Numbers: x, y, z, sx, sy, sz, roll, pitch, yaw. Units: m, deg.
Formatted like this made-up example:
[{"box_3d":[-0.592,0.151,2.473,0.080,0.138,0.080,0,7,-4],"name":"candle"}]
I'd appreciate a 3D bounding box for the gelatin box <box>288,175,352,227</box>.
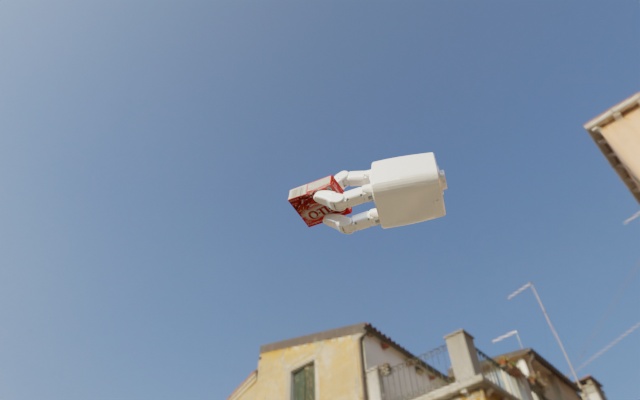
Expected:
[{"box_3d":[0.000,0.002,0.823,0.089,0.030,0.073,-19,-53,24],"name":"gelatin box"}]
